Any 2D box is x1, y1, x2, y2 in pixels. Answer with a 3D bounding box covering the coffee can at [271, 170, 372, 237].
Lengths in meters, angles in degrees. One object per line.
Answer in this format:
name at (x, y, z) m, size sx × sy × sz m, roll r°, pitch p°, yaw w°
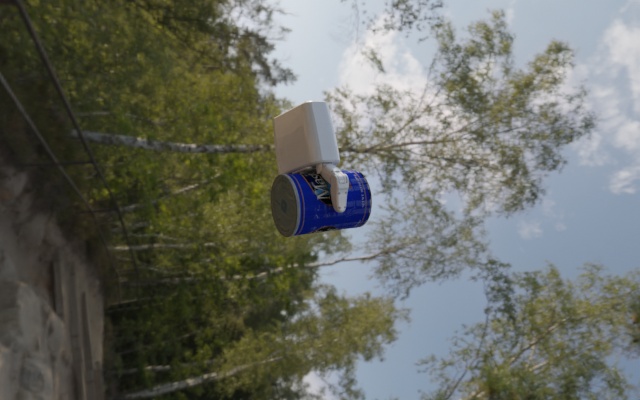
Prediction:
coffee can at (0.000, 0.003, 0.804) m, size 0.140 × 0.103 × 0.103 m, roll -6°, pitch 3°, yaw -28°
